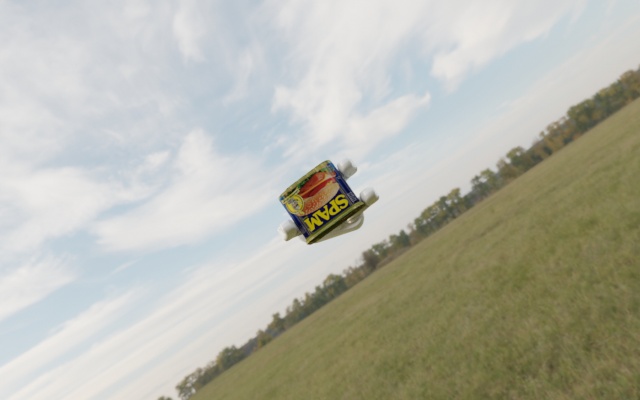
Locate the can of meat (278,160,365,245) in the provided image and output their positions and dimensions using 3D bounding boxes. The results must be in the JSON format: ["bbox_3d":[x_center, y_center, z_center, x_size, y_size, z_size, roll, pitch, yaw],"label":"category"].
[{"bbox_3d":[0.000,0.002,0.704,0.102,0.084,0.057,-36,-10,5],"label":"can of meat"}]
